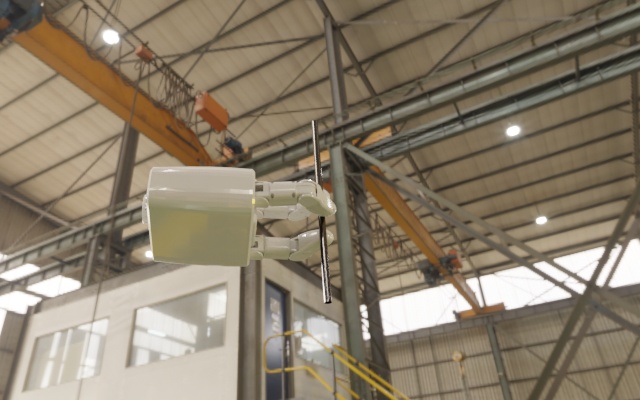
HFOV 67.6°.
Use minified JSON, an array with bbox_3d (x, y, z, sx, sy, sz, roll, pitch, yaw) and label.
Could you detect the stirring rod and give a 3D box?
[{"bbox_3d":[0.000,0.002,0.548,0.011,0.239,0.011,-3,-32,-2],"label":"stirring rod"}]
